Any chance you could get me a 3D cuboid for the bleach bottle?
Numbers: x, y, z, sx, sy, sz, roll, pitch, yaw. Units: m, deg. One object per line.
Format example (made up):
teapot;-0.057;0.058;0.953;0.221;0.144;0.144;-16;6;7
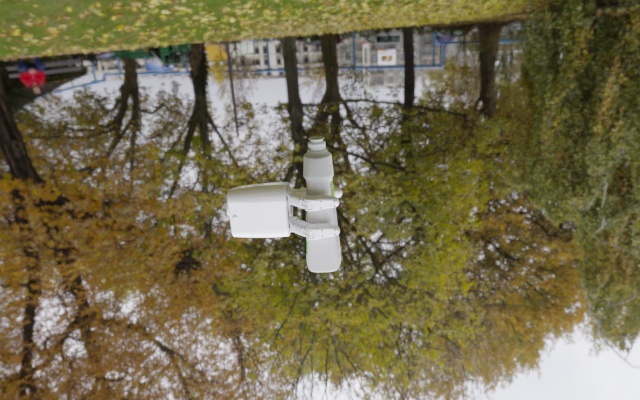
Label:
bleach bottle;0.000;0.003;0.889;0.068;0.251;0.102;-3;22;2
